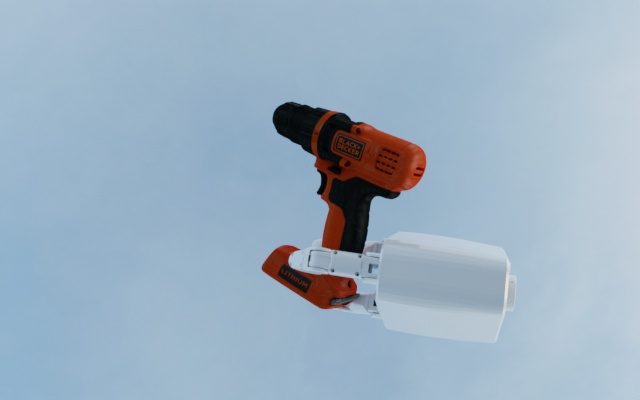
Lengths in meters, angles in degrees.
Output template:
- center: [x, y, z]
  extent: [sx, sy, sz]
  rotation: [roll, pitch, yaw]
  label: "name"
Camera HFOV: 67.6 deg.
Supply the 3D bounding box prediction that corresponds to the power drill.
- center: [0.000, 0.002, 0.497]
  extent: [0.184, 0.188, 0.057]
  rotation: [27, 17, 34]
  label: "power drill"
